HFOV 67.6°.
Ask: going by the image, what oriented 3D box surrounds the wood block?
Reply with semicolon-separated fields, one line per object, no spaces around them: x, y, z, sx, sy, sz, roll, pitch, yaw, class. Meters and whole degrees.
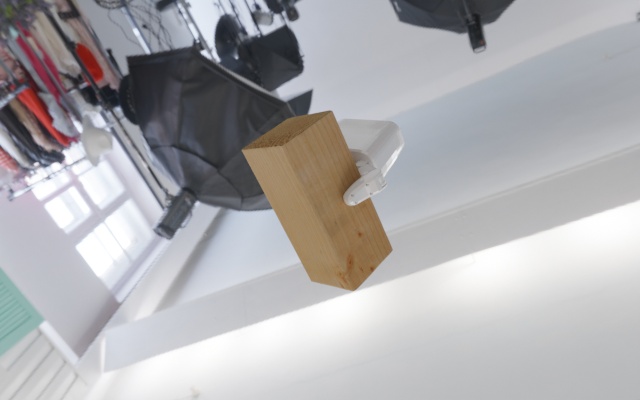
0.001;0.002;0.608;0.091;0.206;0.090;1;34;50;wood block
